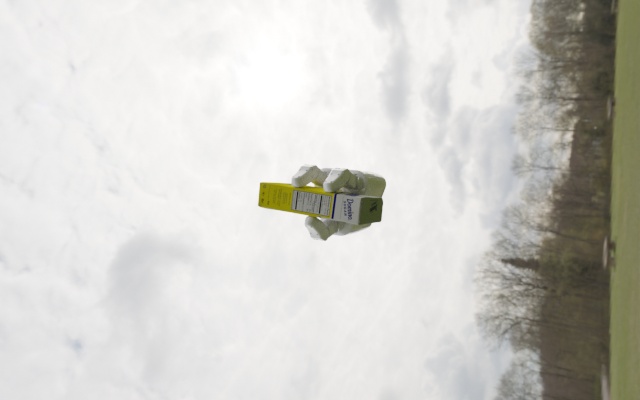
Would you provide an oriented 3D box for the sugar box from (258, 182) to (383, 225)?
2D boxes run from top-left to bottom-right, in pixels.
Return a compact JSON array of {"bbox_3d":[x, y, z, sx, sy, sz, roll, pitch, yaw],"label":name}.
[{"bbox_3d":[0.000,0.002,0.741,0.176,0.048,0.093,6,4,27],"label":"sugar box"}]
